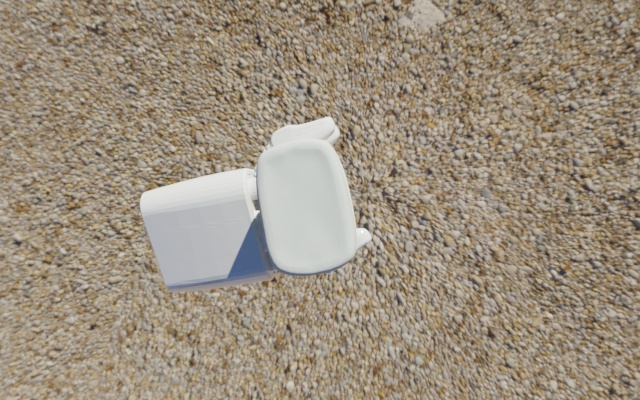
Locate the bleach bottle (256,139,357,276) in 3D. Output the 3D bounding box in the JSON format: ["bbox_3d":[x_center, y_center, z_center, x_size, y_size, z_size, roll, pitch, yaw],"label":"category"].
[{"bbox_3d":[0.000,0.001,0.464,0.068,0.102,0.251,-11,0,6],"label":"bleach bottle"}]
